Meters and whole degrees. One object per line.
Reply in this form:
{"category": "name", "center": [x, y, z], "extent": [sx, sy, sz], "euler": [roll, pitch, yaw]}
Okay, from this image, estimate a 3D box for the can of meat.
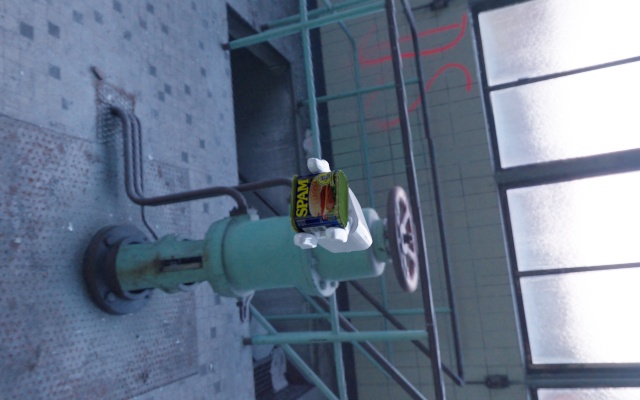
{"category": "can of meat", "center": [0.000, 0.002, 0.792], "extent": [0.084, 0.102, 0.057], "euler": [-8, -28, 19]}
